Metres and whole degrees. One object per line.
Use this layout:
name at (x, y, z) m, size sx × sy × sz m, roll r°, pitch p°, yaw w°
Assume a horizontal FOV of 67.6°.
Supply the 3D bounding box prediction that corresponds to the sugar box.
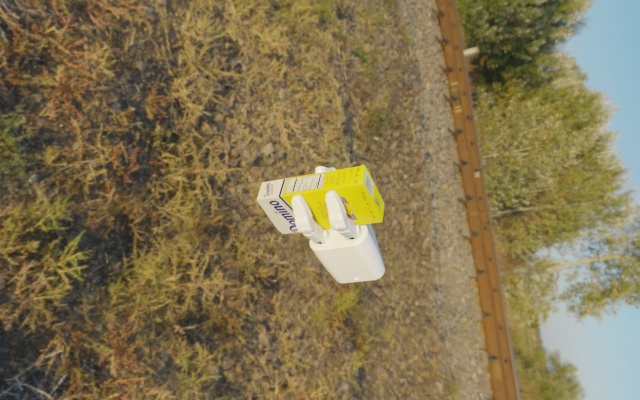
sugar box at (0.000, 0.003, 0.738) m, size 0.176 × 0.048 × 0.093 m, roll -11°, pitch -45°, yaw 22°
